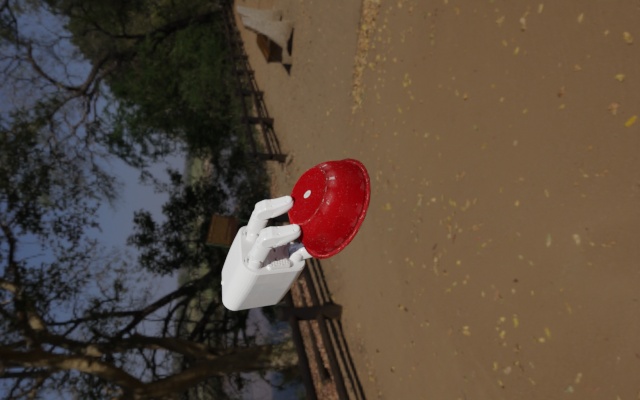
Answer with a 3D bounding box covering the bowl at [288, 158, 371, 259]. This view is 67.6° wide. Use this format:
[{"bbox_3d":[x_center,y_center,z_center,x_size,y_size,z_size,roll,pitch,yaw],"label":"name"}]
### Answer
[{"bbox_3d":[0.001,0.001,0.712,0.055,0.162,0.162,24,-14,-33],"label":"bowl"}]
